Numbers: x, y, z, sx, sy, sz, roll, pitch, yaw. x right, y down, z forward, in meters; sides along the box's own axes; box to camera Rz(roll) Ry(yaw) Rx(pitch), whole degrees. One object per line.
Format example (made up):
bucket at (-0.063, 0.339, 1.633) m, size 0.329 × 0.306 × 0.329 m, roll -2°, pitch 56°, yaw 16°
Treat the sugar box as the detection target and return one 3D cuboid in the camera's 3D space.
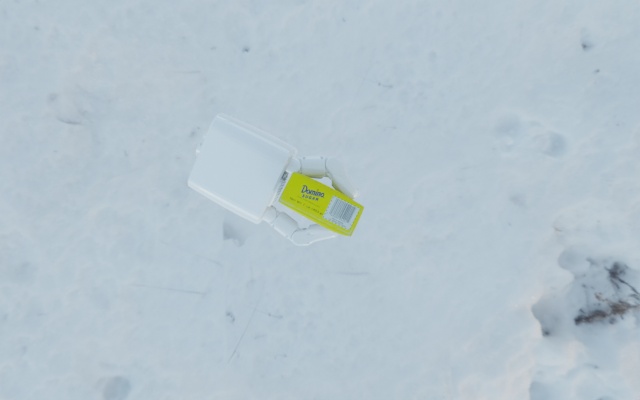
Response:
sugar box at (0.000, 0.001, 0.621) m, size 0.093 × 0.048 × 0.176 m, roll 27°, pitch 3°, yaw -2°
